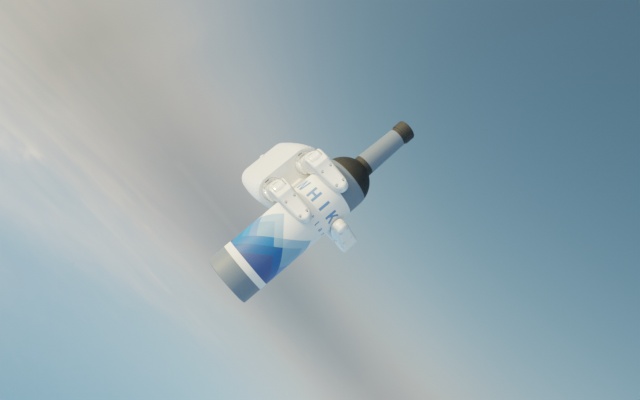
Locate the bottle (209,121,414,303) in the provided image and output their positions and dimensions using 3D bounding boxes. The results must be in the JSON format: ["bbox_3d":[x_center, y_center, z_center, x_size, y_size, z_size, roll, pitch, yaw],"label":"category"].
[{"bbox_3d":[0.000,0.002,0.587,0.295,0.069,0.069,-40,8,-10],"label":"bottle"}]
